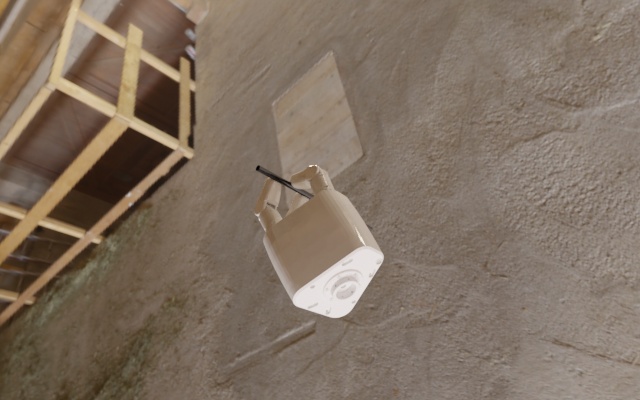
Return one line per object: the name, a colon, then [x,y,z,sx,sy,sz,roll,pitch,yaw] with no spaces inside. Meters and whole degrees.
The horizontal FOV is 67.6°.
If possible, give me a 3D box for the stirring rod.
stirring rod: [0.000,0.002,0.692,0.011,0.011,0.239,0,-22,46]
